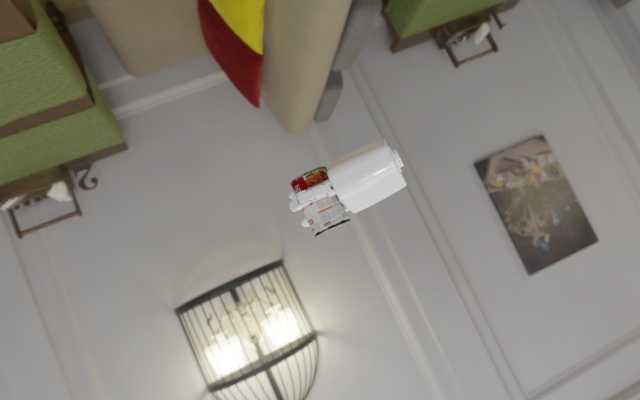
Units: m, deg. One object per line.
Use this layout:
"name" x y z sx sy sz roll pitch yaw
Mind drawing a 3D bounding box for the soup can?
"soup can" 0.000 0.003 0.810 0.068 0.102 0.068 -25 -7 -3
